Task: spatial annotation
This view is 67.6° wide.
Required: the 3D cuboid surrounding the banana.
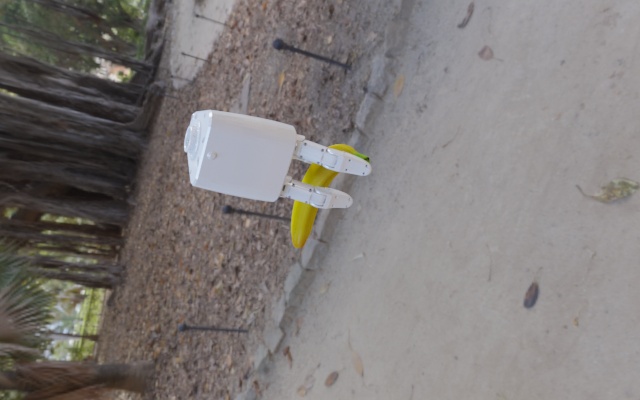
[{"bbox_3d":[-0.003,-0.014,0.670,0.037,0.069,0.198,8,-44,-29],"label":"banana"}]
